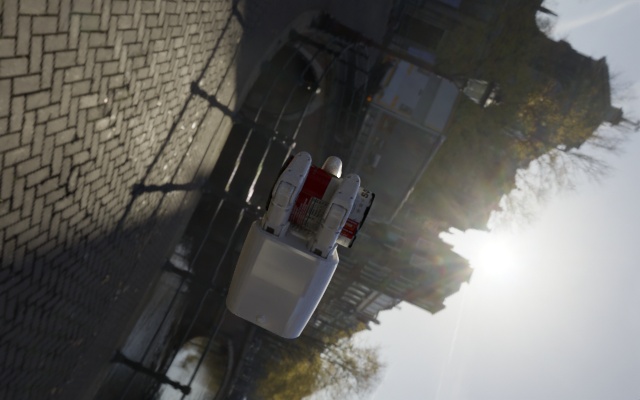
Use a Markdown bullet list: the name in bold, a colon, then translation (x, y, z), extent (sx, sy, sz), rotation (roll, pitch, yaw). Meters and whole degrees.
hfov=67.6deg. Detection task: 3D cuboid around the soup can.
- **soup can**: translation (0.001, 0.001, 0.521), extent (0.102, 0.068, 0.068), rotation (25, 1, 3)
